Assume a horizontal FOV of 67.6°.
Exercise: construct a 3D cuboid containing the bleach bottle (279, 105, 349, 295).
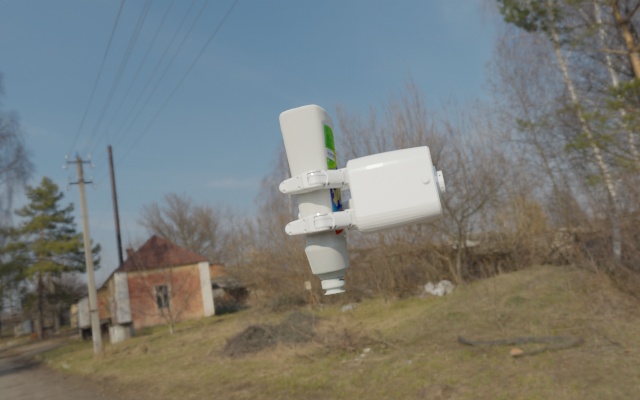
[{"bbox_3d":[0.000,0.002,0.662,0.068,0.250,0.102,-12,-9,13],"label":"bleach bottle"}]
